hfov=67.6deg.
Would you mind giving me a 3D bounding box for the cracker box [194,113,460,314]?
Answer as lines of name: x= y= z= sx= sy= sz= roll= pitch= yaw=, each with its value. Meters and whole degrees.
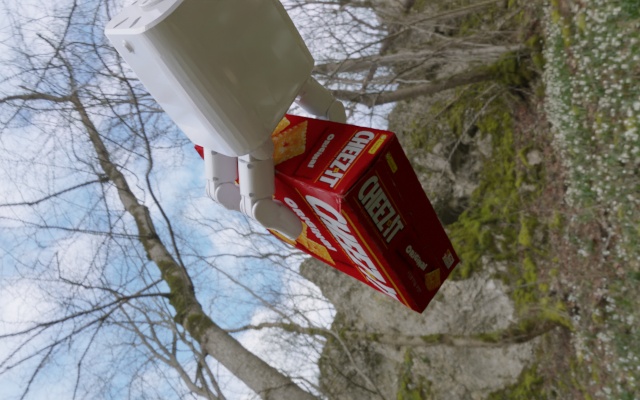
cracker box: x=0.000 y=0.001 z=0.442 sx=0.213 sy=0.072 sz=0.164 roll=21 pitch=-24 yaw=47
